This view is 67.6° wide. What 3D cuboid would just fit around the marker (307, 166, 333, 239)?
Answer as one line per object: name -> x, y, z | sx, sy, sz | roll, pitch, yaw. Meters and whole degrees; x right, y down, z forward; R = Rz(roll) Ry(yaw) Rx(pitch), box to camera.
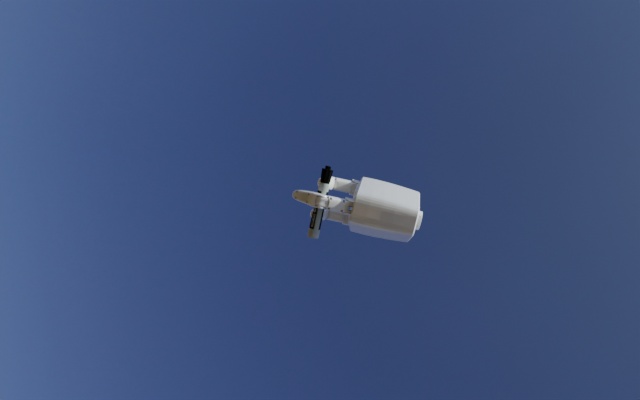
marker -> 0.000, 0.003, 0.784 | 0.020, 0.121, 0.020 | 12, 7, -2
